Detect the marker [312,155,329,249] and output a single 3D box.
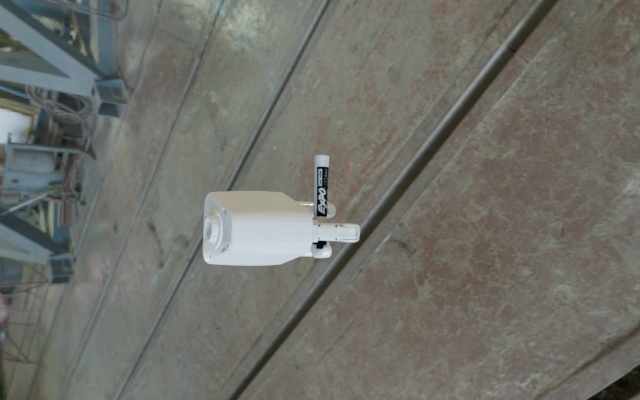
[{"bbox_3d":[0.000,0.002,0.617,0.020,0.121,0.020,1,-1,0],"label":"marker"}]
